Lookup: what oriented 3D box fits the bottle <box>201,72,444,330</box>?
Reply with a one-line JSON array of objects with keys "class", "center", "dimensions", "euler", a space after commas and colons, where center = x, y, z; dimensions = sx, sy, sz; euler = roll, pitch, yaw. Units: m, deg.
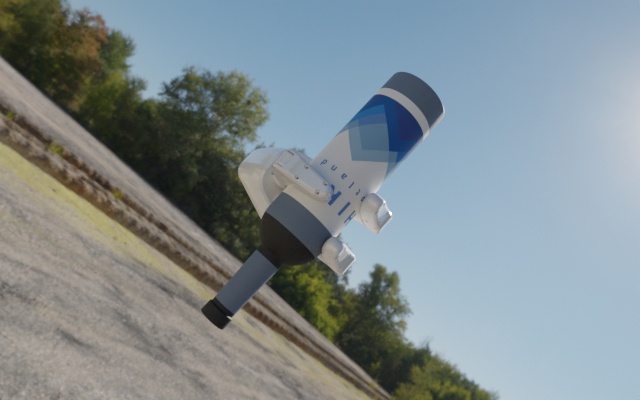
[{"class": "bottle", "center": [0.000, 0.001, 0.457], "dimensions": [0.069, 0.295, 0.069], "euler": [41, -10, 9]}]
